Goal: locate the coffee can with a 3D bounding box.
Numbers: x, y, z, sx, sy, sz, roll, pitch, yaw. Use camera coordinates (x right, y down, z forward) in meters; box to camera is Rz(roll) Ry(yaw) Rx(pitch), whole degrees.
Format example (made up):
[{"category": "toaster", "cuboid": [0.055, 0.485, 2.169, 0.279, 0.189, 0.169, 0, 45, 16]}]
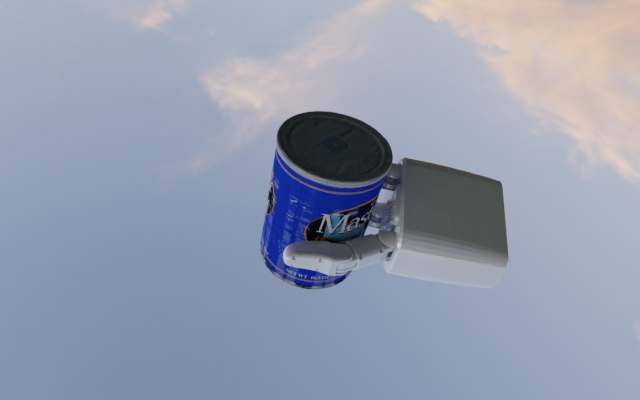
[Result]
[{"category": "coffee can", "cuboid": [0.000, 0.001, 0.457, 0.103, 0.140, 0.102, 8, 42, -7]}]
